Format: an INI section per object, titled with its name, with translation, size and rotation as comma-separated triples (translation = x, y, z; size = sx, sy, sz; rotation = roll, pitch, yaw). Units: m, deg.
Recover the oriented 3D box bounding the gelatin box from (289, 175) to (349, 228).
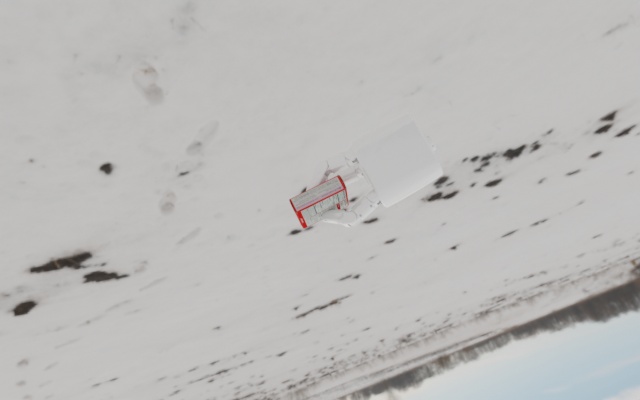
[gelatin box]
translation = 0.000, 0.003, 0.763
size = 0.089, 0.030, 0.073
rotation = -27, -23, -4
